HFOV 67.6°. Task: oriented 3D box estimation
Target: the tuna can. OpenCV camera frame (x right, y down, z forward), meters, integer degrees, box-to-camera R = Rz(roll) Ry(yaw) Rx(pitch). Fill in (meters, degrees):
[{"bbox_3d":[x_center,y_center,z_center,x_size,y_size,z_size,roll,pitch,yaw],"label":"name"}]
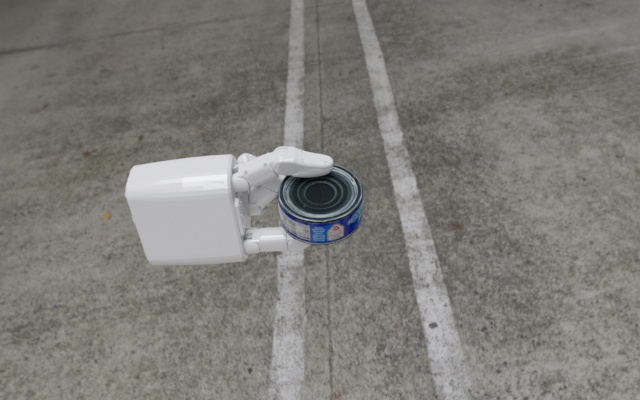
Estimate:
[{"bbox_3d":[0.000,0.001,0.478,0.086,0.086,0.034,-1,-45,1],"label":"tuna can"}]
